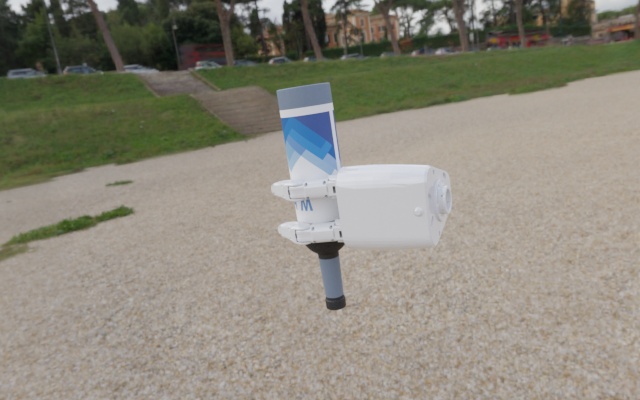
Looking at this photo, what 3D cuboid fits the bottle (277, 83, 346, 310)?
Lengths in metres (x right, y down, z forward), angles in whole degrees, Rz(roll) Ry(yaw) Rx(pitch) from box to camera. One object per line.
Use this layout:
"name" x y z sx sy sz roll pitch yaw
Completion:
"bottle" 0.000 0.002 0.619 0.069 0.296 0.069 -8 13 2
